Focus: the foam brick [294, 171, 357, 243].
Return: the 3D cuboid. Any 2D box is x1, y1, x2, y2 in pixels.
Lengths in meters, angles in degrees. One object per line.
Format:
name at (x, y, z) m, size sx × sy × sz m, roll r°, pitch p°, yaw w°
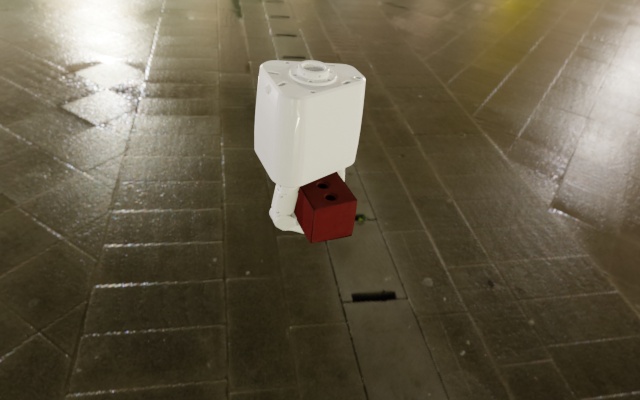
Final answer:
foam brick at (0.000, 0.002, 0.544) m, size 0.053 × 0.051 × 0.078 m, roll -11°, pitch 42°, yaw -22°
